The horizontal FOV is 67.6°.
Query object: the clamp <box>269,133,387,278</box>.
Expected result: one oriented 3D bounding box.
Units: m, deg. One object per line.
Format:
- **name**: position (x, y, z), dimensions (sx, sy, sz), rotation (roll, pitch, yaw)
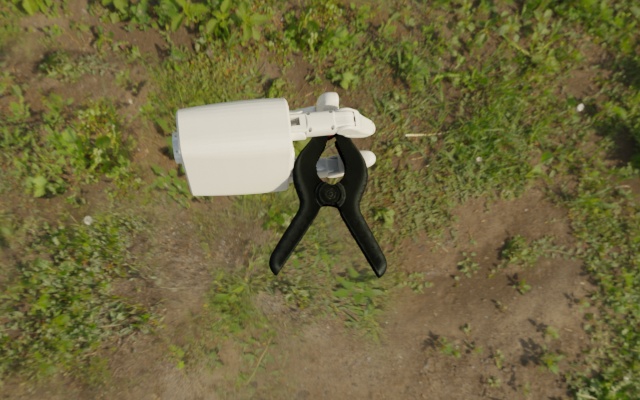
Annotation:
- **clamp**: position (0.000, 0.001, 0.498), dimensions (0.120, 0.171, 0.039), rotation (-6, -9, -10)
